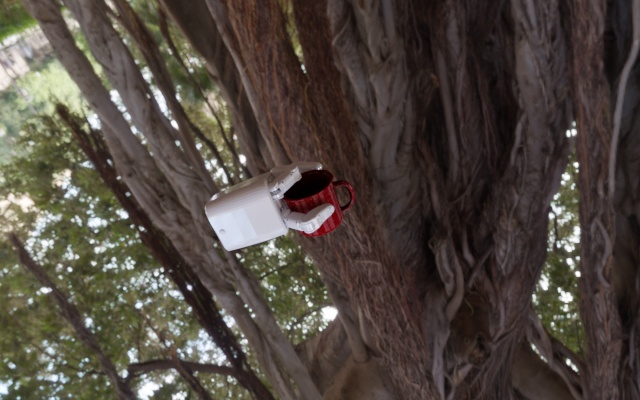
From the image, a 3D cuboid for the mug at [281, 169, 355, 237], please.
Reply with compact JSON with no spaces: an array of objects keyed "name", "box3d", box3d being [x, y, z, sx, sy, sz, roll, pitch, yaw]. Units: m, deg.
[{"name":"mug","box3d":[0.002,0.002,0.798,0.117,0.081,0.093,-18,30,6]}]
